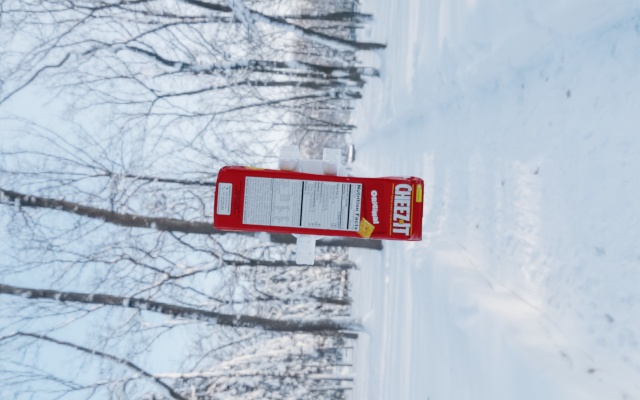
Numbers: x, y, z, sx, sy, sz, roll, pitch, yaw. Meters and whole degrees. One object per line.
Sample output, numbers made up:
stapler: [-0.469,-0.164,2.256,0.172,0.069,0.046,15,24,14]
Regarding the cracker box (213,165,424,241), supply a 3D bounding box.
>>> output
cracker box: [0.000,0.002,0.558,0.214,0.072,0.164,3,0,2]
